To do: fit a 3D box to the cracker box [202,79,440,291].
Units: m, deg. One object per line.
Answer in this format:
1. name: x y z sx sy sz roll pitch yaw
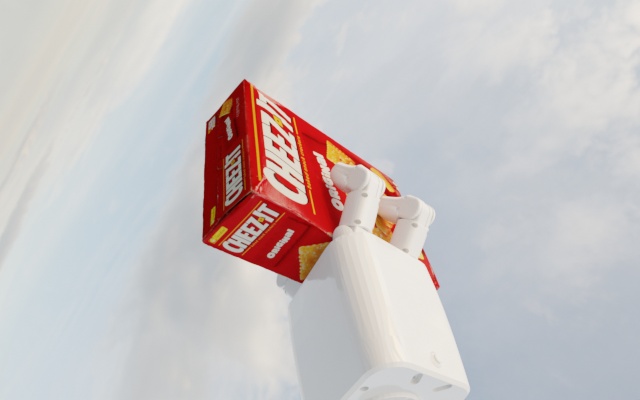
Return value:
1. cracker box: 0.000 0.002 0.448 0.214 0.164 0.072 30 -61 -33
